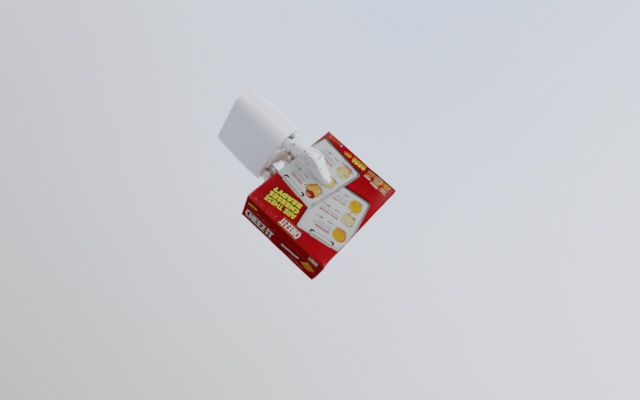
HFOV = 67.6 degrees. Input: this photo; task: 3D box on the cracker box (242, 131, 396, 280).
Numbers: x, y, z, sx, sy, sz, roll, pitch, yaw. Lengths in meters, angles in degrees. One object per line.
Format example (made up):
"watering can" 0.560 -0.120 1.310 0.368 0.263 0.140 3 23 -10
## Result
"cracker box" 0.000 0.002 0.809 0.213 0.164 0.072 -43 -8 -34
